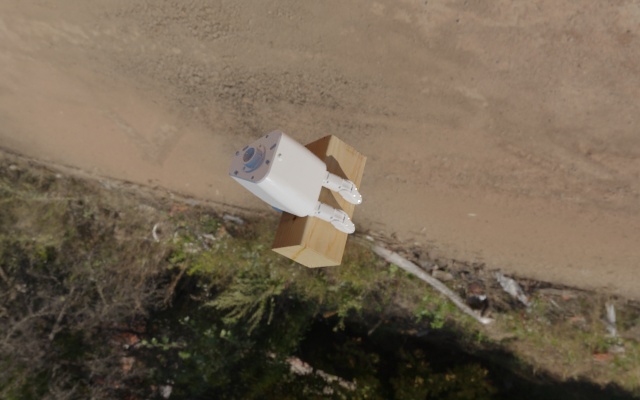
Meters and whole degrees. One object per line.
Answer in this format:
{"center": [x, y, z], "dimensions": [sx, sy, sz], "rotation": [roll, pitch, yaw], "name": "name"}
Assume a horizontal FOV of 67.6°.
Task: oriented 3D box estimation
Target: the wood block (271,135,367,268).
{"center": [0.000, 0.003, 0.834], "dimensions": [0.090, 0.206, 0.091], "rotation": [29, -26, -30], "name": "wood block"}
